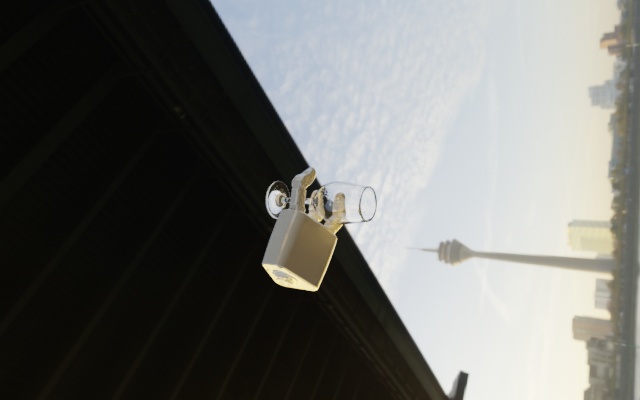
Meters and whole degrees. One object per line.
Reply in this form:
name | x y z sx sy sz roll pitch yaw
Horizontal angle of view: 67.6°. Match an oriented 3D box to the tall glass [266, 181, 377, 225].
tall glass | 0.000 0.003 0.874 0.201 0.079 0.079 2 1 33
